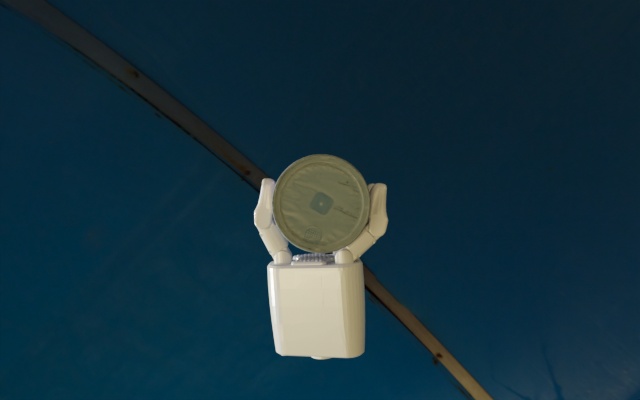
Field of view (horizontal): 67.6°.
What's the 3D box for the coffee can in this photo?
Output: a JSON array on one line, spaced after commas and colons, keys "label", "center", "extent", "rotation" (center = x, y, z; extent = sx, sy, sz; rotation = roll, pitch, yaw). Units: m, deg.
[{"label": "coffee can", "center": [0.000, 0.002, 0.561], "extent": [0.103, 0.103, 0.140], "rotation": [0, 2, -1]}]
